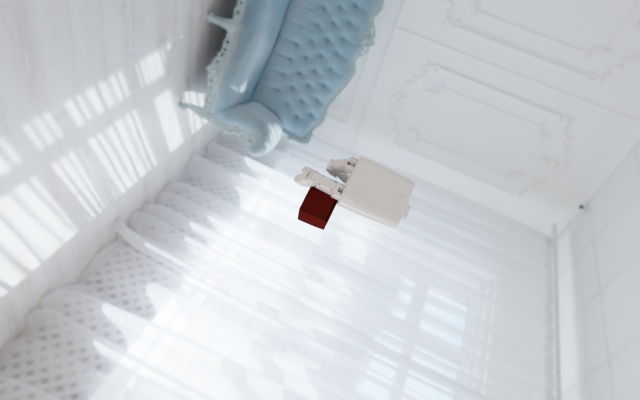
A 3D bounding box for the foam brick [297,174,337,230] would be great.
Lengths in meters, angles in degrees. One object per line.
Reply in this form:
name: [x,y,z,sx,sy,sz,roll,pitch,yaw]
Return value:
foam brick: [0.000,0.003,0.825,0.051,0.078,0.053,25,-21,5]
